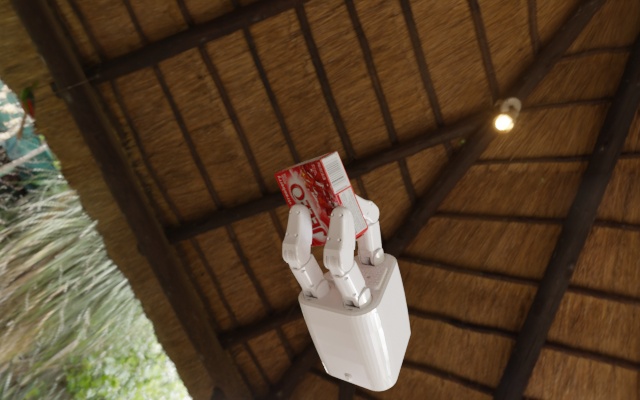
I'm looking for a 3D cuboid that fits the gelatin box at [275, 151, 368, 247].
[{"bbox_3d":[0.000,0.001,0.491,0.073,0.089,0.030,-13,13,46],"label":"gelatin box"}]
